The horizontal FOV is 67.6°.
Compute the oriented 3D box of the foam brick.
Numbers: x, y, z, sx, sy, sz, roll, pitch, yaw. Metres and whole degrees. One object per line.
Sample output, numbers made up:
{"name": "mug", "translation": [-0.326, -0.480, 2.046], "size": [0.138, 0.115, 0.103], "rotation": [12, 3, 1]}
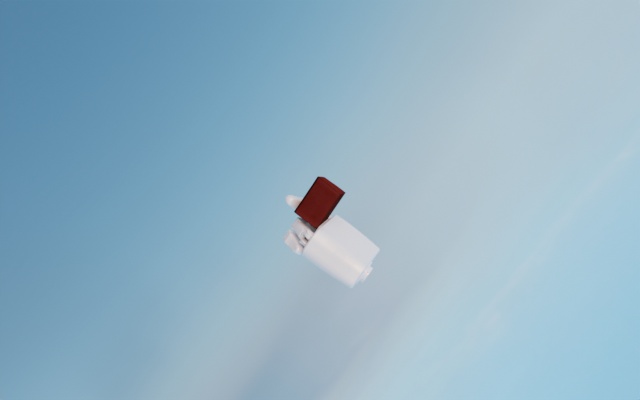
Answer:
{"name": "foam brick", "translation": [0.000, 0.002, 0.849], "size": [0.051, 0.078, 0.053], "rotation": [36, 11, 10]}
